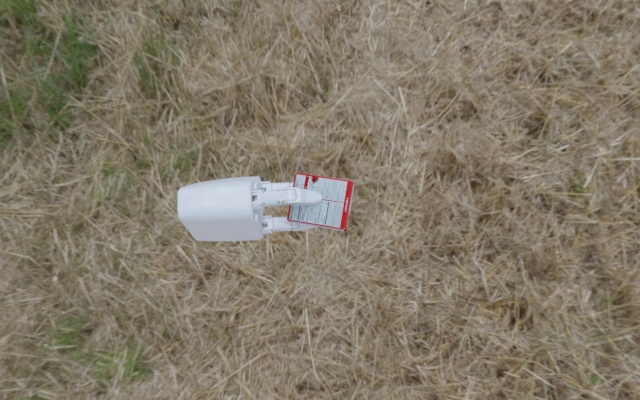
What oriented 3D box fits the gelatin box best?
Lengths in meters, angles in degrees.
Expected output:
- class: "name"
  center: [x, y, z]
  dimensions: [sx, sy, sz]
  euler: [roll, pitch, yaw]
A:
- class: "gelatin box"
  center: [0.000, 0.002, 0.704]
  dimensions: [0.089, 0.073, 0.030]
  euler: [9, -8, 9]
